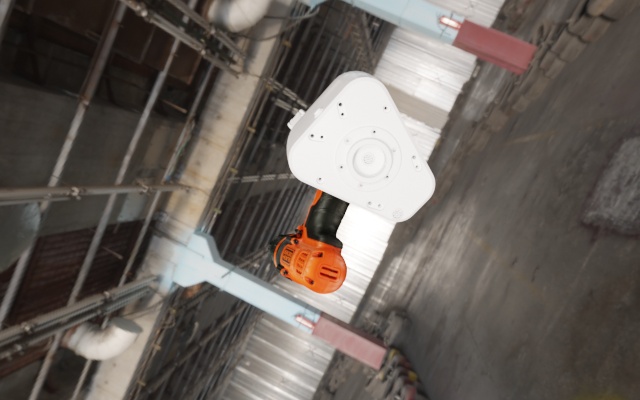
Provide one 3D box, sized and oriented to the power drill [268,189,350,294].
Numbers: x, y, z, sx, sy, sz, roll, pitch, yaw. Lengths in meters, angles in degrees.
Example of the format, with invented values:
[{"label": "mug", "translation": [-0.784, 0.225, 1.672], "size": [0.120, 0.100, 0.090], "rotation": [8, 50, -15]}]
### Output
[{"label": "power drill", "translation": [0.000, 0.001, 0.535], "size": [0.057, 0.187, 0.184], "rotation": [19, -4, -21]}]
